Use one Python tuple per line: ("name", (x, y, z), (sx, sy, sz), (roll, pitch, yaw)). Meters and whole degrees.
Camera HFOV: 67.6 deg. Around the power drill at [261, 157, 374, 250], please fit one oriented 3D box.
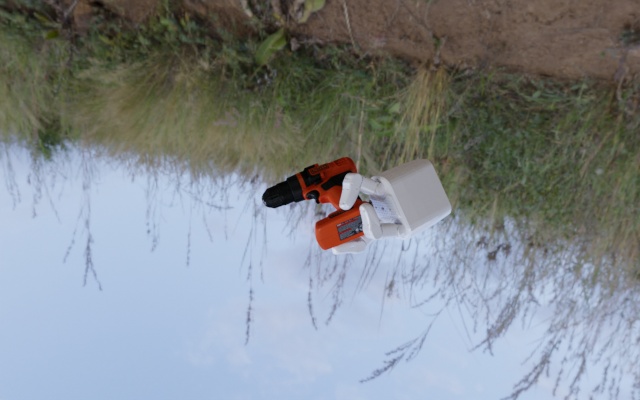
("power drill", (0.001, 0.003, 0.829), (0.184, 0.057, 0.187), (-23, 38, -6))
